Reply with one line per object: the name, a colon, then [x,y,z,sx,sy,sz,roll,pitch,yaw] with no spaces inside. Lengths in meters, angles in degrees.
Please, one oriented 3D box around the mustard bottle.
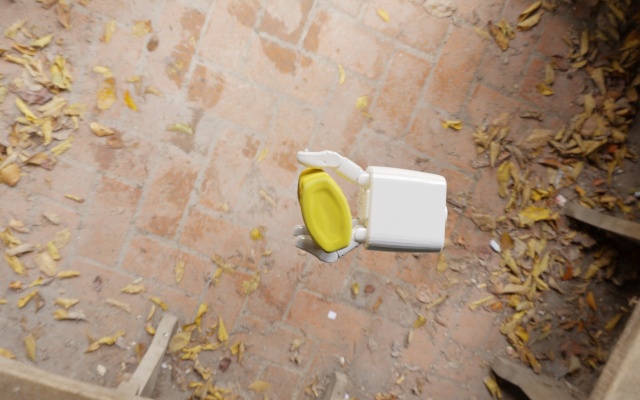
mustard bottle: [0.000,0.002,0.661,0.058,0.096,0.191,-20,11,-1]
